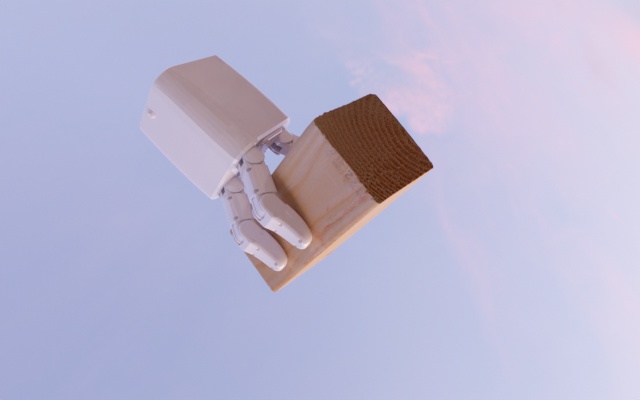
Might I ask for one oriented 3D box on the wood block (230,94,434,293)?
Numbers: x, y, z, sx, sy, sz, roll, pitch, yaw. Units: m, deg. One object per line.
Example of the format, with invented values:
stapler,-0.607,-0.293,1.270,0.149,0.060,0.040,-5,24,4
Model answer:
wood block,0.000,0.001,0.478,0.090,0.090,0.206,-32,-9,-40
